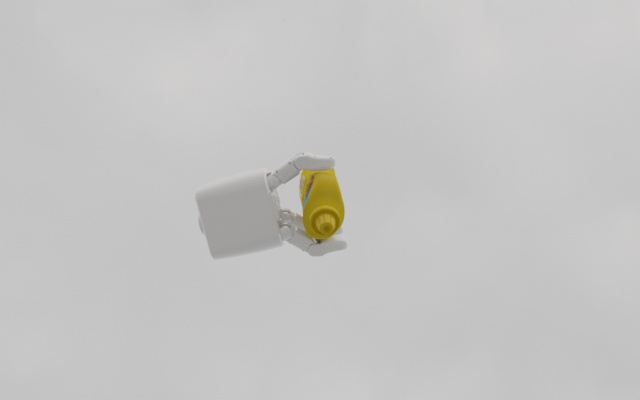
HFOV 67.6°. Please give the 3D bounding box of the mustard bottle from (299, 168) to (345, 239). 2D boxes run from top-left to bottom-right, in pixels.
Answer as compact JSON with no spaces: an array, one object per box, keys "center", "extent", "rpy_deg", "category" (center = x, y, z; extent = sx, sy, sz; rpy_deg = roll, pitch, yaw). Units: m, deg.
[{"center":[0.000,0.002,0.702],"extent":[0.058,0.096,0.191],"rpy_deg":[9,20,-8],"category":"mustard bottle"}]
